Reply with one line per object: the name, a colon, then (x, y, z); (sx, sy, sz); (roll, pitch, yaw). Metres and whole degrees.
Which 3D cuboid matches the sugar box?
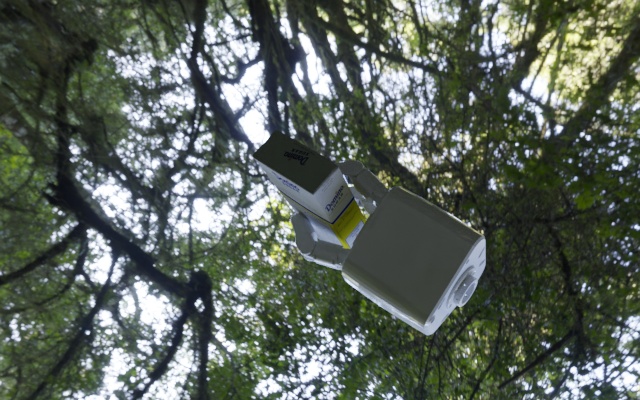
sugar box: (0.001, 0.001, 0.542); (0.093, 0.048, 0.176); (32, -16, 32)
